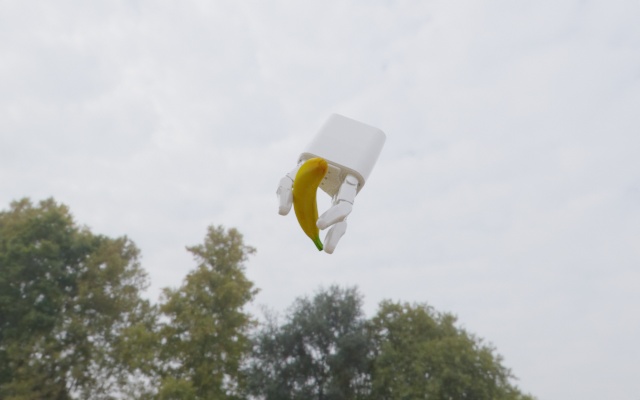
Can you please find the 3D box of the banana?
[{"bbox_3d":[-0.014,-0.005,0.713,0.069,0.198,0.037,35,59,26],"label":"banana"}]
